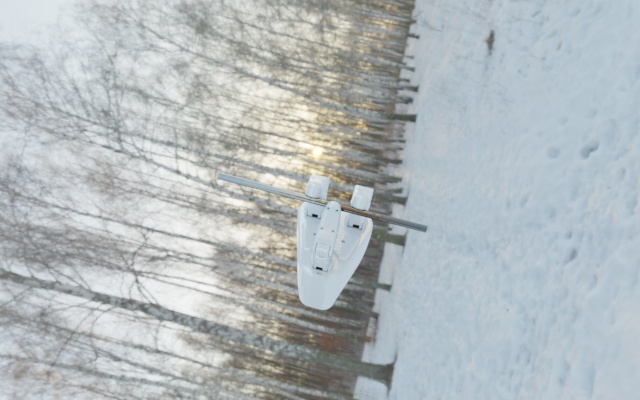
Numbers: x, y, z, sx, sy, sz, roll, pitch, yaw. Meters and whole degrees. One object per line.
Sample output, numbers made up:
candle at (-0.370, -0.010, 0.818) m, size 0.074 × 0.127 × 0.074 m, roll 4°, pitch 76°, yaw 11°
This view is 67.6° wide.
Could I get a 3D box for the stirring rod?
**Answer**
stirring rod at (0.000, 0.002, 0.534) m, size 0.239 × 0.011 × 0.011 m, roll 14°, pitch 1°, yaw 5°
